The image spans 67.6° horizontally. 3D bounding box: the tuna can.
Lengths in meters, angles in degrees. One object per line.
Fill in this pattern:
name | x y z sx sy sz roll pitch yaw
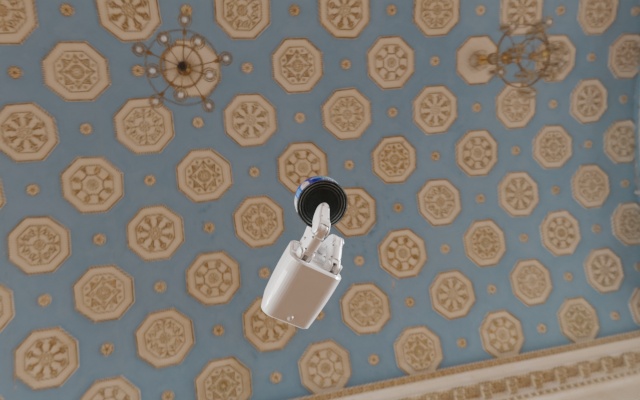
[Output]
tuna can | 0.000 0.002 0.795 0.086 0.086 0.033 0 19 -13
